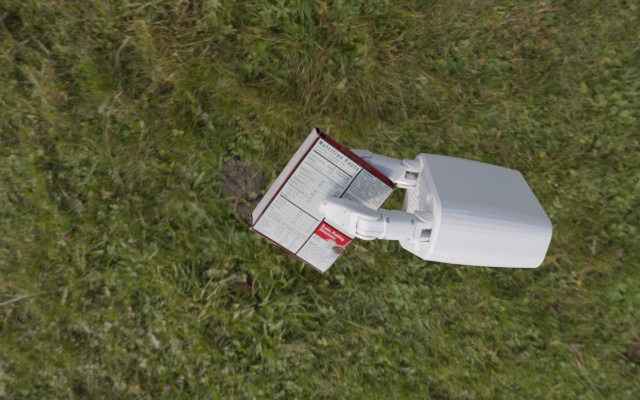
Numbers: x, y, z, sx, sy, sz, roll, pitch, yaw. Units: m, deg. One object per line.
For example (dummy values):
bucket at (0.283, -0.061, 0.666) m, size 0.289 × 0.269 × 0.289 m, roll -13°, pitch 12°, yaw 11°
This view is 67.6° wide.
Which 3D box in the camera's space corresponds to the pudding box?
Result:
pudding box at (0.000, 0.002, 0.451) m, size 0.090 × 0.113 × 0.039 m, roll 34°, pitch 13°, yaw -15°
